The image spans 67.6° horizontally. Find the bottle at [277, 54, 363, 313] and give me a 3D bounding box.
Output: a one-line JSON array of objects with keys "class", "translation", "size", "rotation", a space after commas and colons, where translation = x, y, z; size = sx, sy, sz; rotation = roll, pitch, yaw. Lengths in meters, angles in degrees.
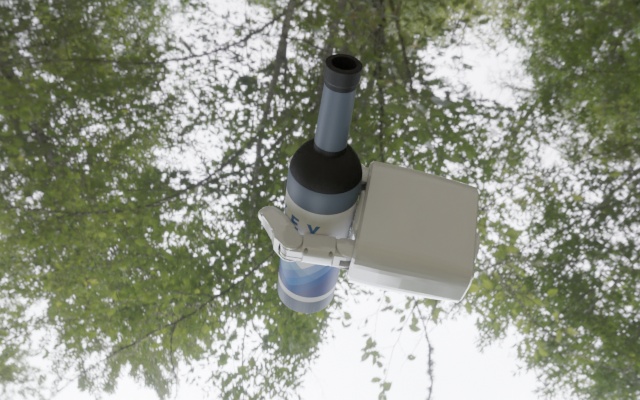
[{"class": "bottle", "translation": [0.000, 0.002, 0.452], "size": [0.069, 0.069, 0.296], "rotation": [0, -44, -9]}]
